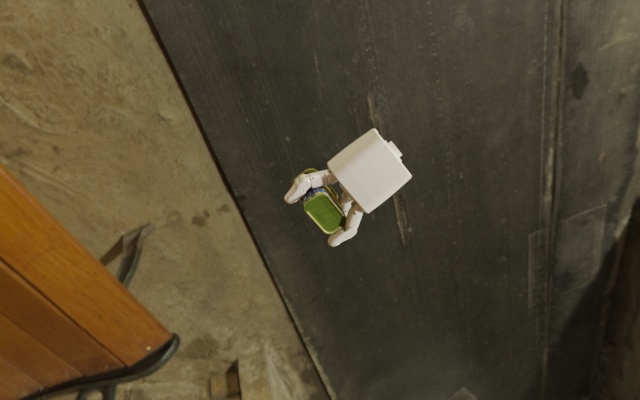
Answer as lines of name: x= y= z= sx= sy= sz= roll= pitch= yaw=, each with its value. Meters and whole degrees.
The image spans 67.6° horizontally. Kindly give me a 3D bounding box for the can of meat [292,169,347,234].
can of meat: x=0.000 y=0.003 z=0.893 sx=0.057 sy=0.102 sz=0.084 roll=-36 pitch=36 yaw=8
